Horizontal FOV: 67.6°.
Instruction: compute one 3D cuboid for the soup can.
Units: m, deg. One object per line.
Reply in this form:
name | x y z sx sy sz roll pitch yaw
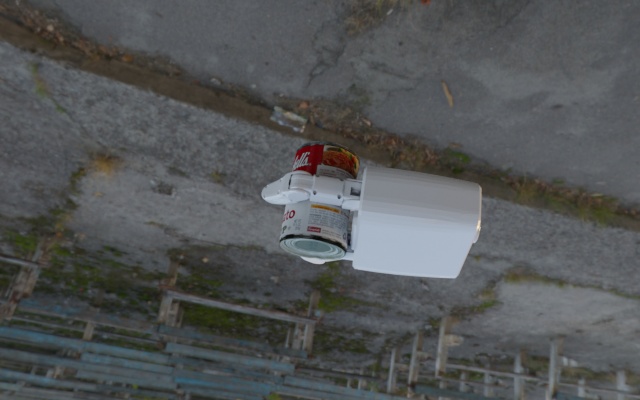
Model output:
soup can | 0.000 0.002 0.479 0.068 0.102 0.068 8 -22 3
